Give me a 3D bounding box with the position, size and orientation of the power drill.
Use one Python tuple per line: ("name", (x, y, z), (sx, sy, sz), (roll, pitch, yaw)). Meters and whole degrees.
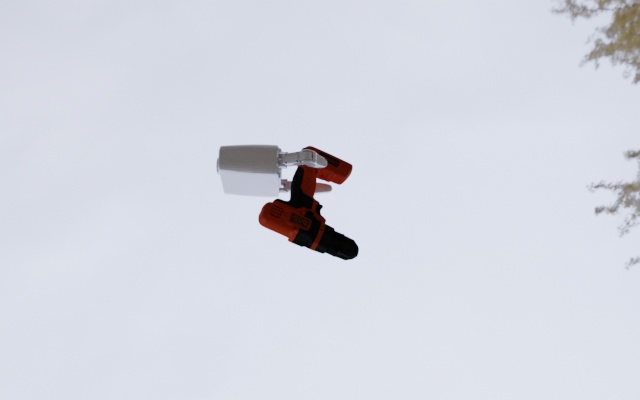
("power drill", (0.000, 0.002, 0.860), (0.184, 0.187, 0.057), (25, -36, -8))
